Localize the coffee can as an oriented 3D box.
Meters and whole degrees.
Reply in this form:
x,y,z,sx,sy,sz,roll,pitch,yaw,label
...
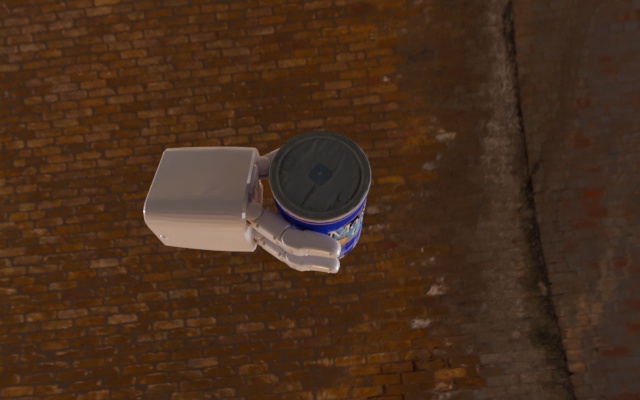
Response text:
x,y,z,sx,sy,sz,roll,pitch,yaw,label
0.000,0.002,0.541,0.103,0.102,0.140,0,-25,1,coffee can
